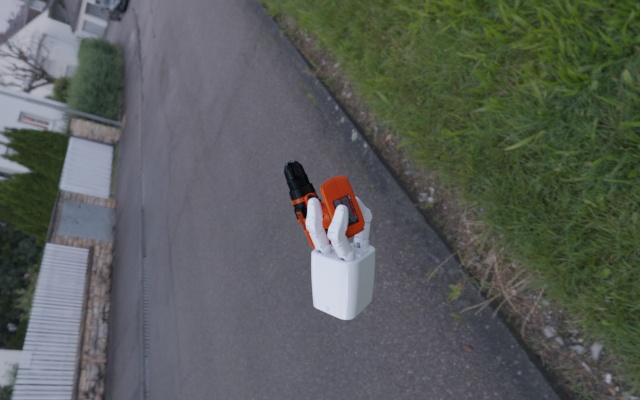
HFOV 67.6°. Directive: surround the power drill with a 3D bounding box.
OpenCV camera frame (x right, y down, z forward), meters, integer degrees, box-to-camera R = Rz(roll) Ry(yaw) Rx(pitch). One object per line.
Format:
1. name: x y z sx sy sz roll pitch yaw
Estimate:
1. power drill: 0.000 0.003 0.880 0.057 0.184 0.187 -25 5 -21
